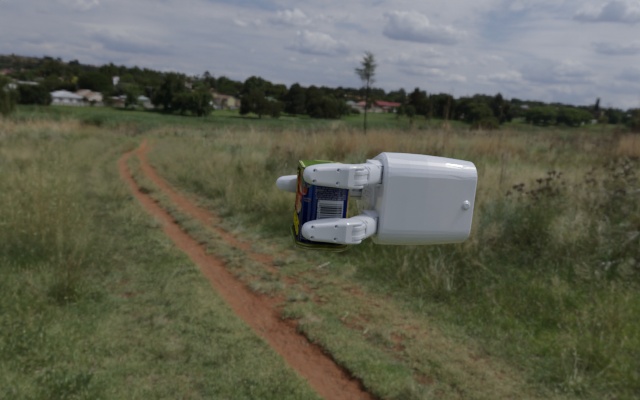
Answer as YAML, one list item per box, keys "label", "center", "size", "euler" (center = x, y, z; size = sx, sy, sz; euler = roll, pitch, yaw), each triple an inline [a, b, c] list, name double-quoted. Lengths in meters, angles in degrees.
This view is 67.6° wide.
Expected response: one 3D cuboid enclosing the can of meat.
- label: "can of meat"
  center: [0.000, 0.001, 0.522]
  size: [0.057, 0.084, 0.102]
  euler: [3, 10, -7]
